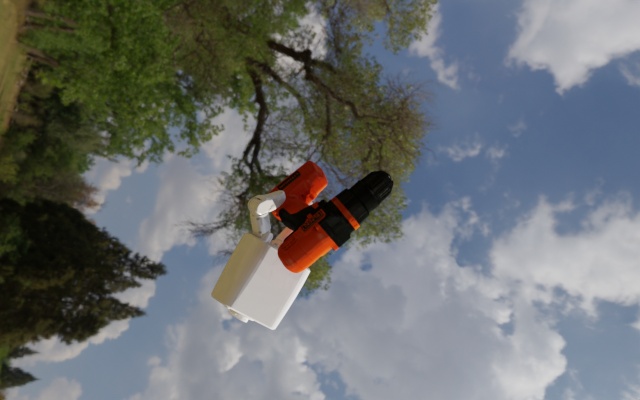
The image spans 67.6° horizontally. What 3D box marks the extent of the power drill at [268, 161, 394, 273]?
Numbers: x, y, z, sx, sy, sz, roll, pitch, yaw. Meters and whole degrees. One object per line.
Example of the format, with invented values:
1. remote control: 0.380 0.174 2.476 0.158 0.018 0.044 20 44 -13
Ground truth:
1. power drill: 0.000 0.002 0.693 0.184 0.057 0.187 -39 26 -2
